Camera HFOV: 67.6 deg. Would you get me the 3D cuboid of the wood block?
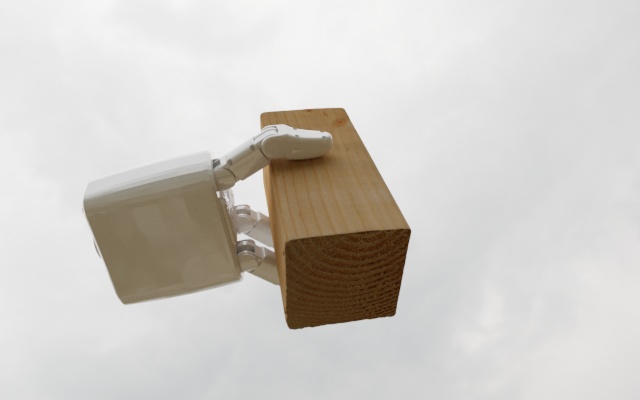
[{"bbox_3d":[0.000,0.001,0.427,0.090,0.091,0.206,-5,36,-10],"label":"wood block"}]
